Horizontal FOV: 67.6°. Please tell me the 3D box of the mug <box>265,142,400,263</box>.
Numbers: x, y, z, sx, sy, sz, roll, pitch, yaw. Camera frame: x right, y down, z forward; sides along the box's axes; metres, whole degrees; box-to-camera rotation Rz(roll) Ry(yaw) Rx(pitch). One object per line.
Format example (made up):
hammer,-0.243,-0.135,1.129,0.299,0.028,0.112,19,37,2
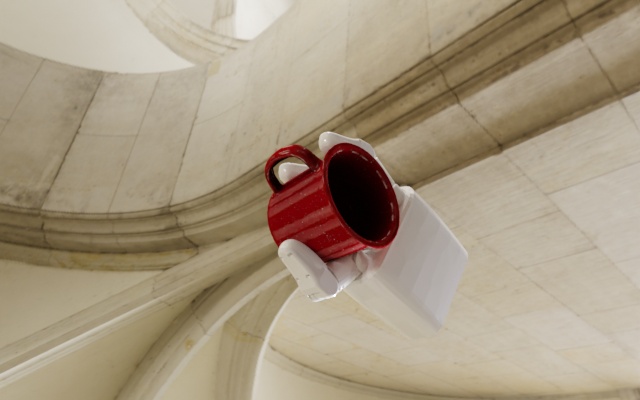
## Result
mug,-0.001,0.001,0.409,0.081,0.093,0.117,-27,-61,39
